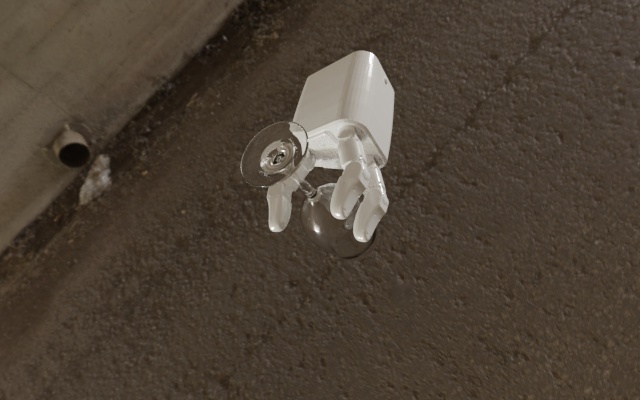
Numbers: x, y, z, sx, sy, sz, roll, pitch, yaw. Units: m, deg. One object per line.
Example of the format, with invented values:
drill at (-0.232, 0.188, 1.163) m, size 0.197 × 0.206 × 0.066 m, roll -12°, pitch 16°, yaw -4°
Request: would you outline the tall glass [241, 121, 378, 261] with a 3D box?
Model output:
tall glass at (0.000, 0.002, 0.526) m, size 0.079 × 0.079 × 0.201 m, roll 0°, pitch -28°, yaw 30°
